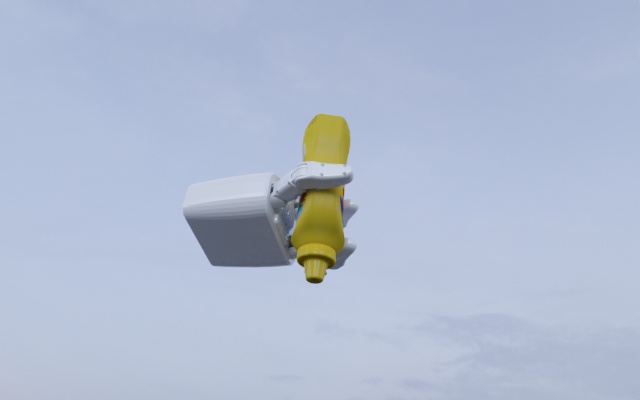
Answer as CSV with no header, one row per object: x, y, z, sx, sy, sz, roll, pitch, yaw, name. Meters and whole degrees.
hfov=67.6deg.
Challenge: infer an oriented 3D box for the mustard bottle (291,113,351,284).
0.000,0.002,0.538,0.058,0.191,0.096,8,-33,-4,mustard bottle
